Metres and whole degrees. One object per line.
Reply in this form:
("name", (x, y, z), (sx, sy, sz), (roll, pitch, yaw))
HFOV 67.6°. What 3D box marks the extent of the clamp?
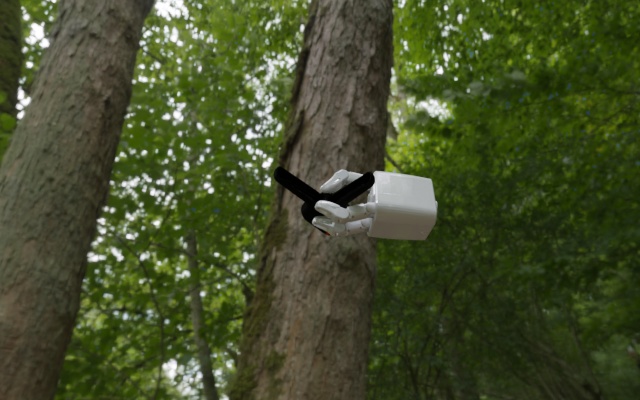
("clamp", (0.000, 0.002, 0.848), (0.164, 0.036, 0.210), (8, -29, 0))
